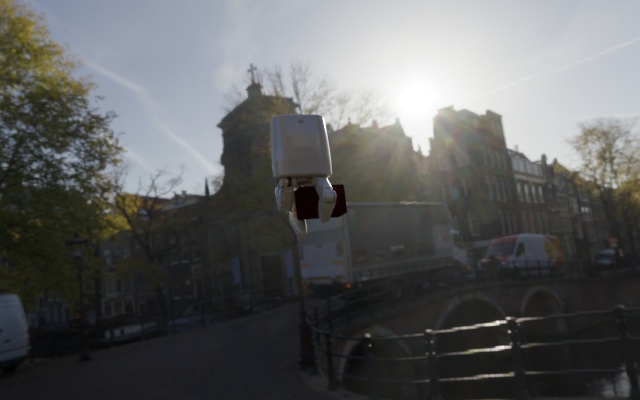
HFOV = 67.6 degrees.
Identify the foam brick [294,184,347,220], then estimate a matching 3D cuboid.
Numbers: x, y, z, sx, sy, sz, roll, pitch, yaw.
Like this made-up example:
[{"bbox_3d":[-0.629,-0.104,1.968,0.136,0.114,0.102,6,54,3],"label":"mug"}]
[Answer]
[{"bbox_3d":[0.000,0.003,0.823,0.078,0.051,0.053,-3,-10,-18],"label":"foam brick"}]
